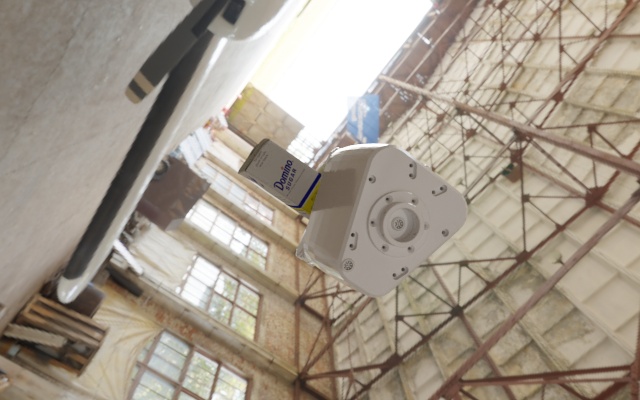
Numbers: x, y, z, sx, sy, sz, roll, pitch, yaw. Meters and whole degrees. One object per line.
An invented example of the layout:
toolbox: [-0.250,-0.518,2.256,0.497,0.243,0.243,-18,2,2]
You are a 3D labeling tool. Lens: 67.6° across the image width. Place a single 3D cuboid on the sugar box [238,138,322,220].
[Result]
sugar box: [0.001,0.001,0.503,0.176,0.048,0.093,36,-7,-13]
